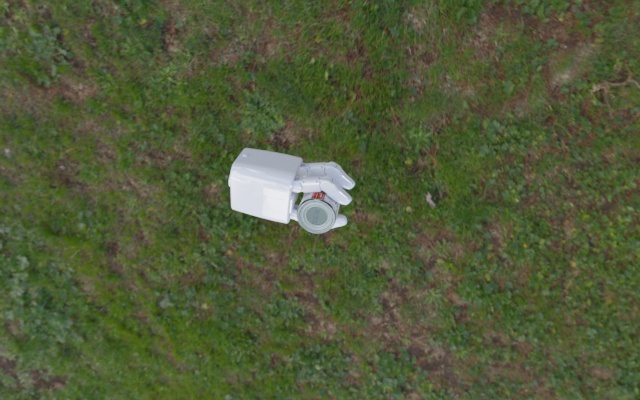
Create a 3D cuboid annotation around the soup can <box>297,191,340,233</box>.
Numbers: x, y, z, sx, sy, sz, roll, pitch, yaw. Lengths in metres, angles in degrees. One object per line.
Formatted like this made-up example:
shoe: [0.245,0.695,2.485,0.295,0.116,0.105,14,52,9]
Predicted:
soup can: [0.001,0.003,0.825,0.068,0.068,0.102,0,29,10]
